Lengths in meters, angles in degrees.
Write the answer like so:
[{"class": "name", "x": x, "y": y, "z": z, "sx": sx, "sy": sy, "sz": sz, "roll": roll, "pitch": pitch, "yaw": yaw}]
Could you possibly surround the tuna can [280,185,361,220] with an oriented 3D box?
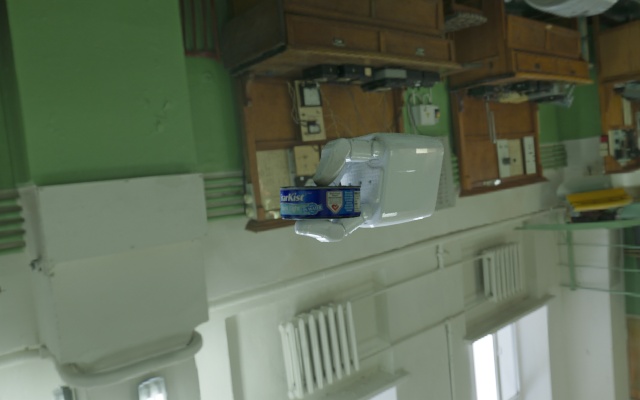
[{"class": "tuna can", "x": 0.000, "y": 0.002, "z": 0.503, "sx": 0.086, "sy": 0.034, "sz": 0.086, "roll": -1, "pitch": 1, "yaw": 0}]
